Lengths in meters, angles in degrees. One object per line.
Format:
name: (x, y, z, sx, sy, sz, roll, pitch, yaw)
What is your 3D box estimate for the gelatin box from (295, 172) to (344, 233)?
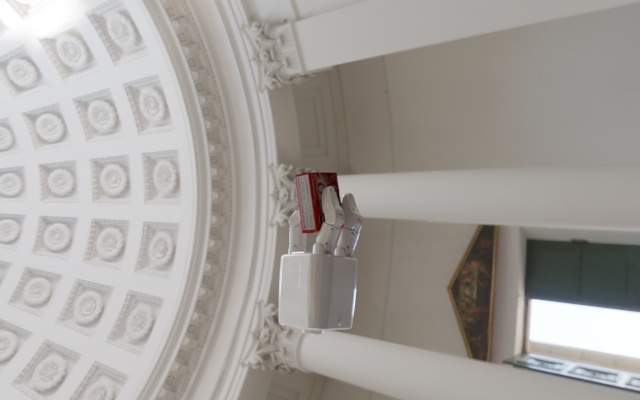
gelatin box: (0.000, 0.002, 0.722, 0.030, 0.089, 0.073, -10, -3, 37)
